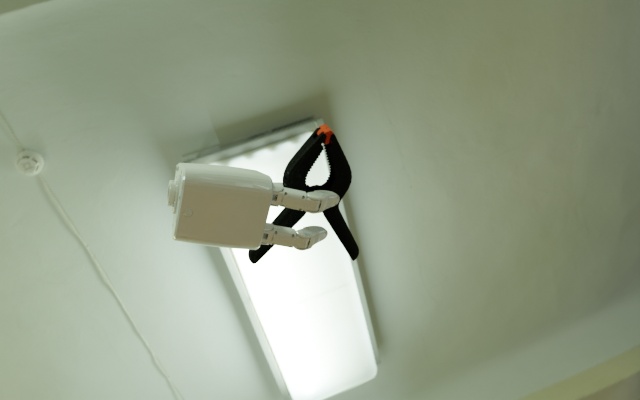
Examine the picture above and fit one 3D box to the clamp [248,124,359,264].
[{"bbox_3d":[0.000,0.001,0.655,0.164,0.210,0.036,7,25,-23],"label":"clamp"}]
